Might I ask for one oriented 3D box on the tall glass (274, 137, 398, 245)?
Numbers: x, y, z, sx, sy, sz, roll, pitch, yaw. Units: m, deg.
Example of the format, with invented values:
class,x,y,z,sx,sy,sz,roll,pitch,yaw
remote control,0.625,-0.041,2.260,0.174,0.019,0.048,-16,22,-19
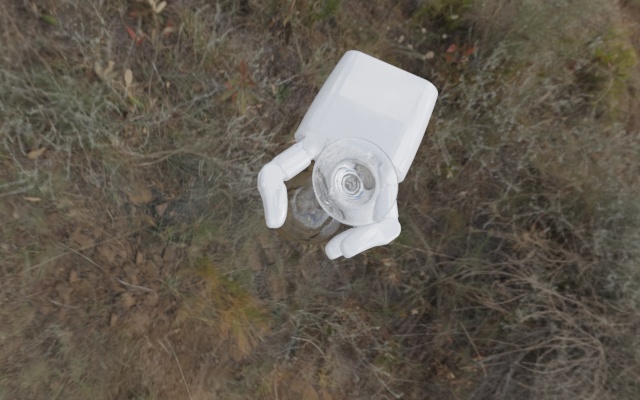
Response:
class,x,y,z,sx,sy,sz,roll,pitch,yaw
tall glass,0.000,0.002,0.478,0.079,0.079,0.201,0,-10,-18
